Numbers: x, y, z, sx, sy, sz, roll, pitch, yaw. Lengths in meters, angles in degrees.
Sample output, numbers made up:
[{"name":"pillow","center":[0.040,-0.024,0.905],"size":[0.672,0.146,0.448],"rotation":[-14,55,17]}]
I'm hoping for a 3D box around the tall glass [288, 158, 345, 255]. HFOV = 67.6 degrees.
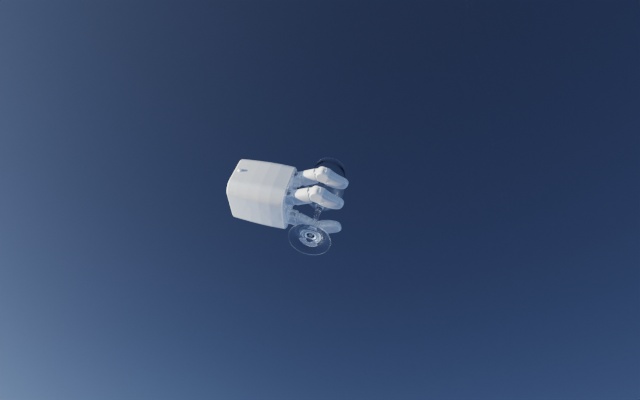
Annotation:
[{"name":"tall glass","center":[0.000,0.003,0.882],"size":[0.079,0.079,0.201],"rotation":[0,40,15]}]
